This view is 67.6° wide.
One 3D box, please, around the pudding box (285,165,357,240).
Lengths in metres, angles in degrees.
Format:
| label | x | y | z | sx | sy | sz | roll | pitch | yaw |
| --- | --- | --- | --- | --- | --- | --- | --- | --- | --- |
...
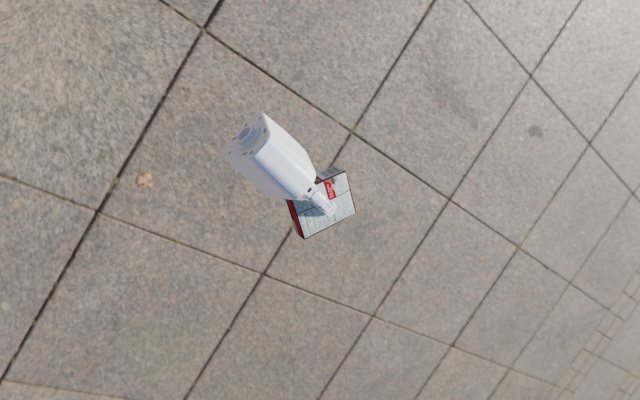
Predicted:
| label | x | y | z | sx | sy | sz | roll | pitch | yaw |
| --- | --- | --- | --- | --- | --- | --- | --- | --- | --- |
| pudding box | 0.000 | 0.003 | 0.825 | 0.113 | 0.090 | 0.039 | -25 | 29 | -17 |
